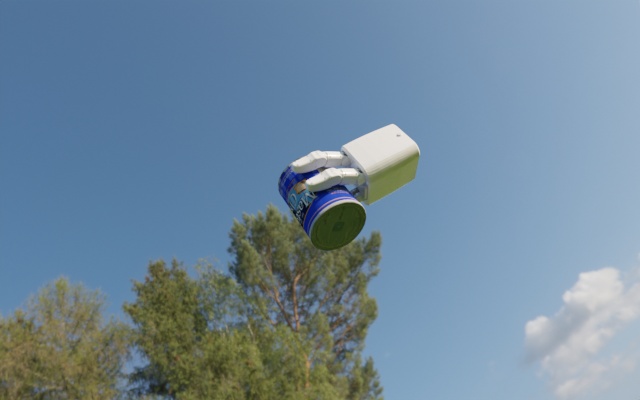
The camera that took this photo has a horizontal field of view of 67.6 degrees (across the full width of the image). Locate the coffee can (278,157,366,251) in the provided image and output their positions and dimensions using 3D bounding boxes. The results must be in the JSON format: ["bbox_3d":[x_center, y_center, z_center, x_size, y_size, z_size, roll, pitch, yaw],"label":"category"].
[{"bbox_3d":[0.000,0.003,0.822,0.103,0.103,0.140,0,36,-33],"label":"coffee can"}]
